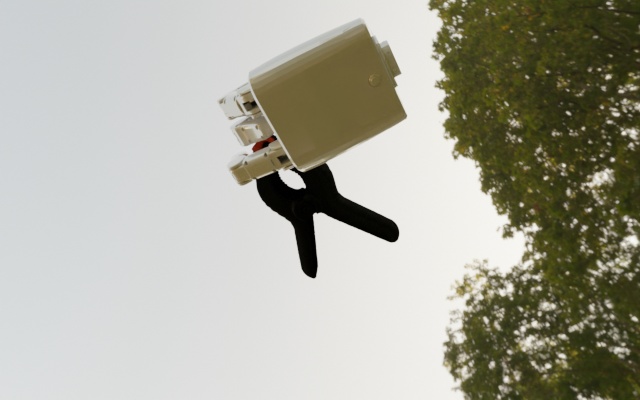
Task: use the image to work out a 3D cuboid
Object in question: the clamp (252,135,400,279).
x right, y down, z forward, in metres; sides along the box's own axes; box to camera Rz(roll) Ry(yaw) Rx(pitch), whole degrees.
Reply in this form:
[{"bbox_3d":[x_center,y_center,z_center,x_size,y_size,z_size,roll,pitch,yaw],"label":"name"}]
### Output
[{"bbox_3d":[0.000,0.001,0.485,0.120,0.171,0.039,-23,28,17],"label":"clamp"}]
